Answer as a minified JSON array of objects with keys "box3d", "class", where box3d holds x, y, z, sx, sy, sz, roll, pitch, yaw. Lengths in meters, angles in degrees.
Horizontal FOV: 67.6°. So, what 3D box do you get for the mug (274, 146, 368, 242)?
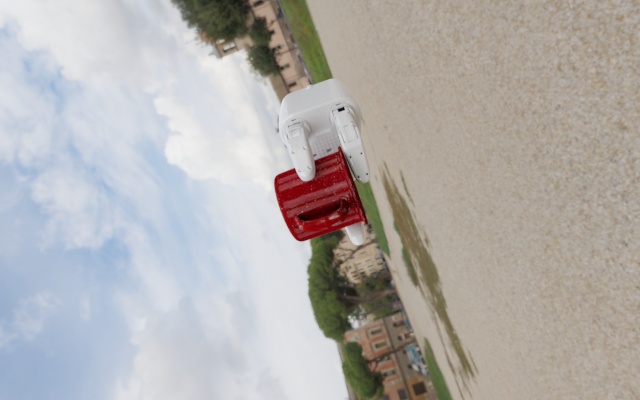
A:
[{"box3d":[0.000,0.002,0.520,0.081,0.093,0.117,-20,26,6],"class":"mug"}]
